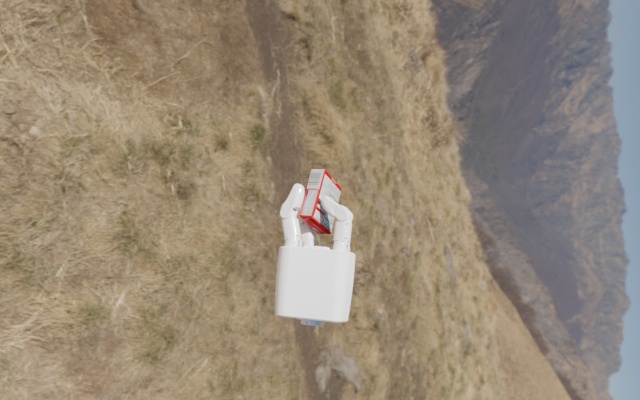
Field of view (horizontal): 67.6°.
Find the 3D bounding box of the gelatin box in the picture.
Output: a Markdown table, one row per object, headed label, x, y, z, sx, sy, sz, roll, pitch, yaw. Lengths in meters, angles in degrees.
| label | x | y | z | sx | sy | sz | roll | pitch | yaw |
| --- | --- | --- | --- | --- | --- | --- | --- | --- | --- |
| gelatin box | 0.001 | 0.002 | 0.791 | 0.030 | 0.089 | 0.073 | 4 | -22 | 29 |
